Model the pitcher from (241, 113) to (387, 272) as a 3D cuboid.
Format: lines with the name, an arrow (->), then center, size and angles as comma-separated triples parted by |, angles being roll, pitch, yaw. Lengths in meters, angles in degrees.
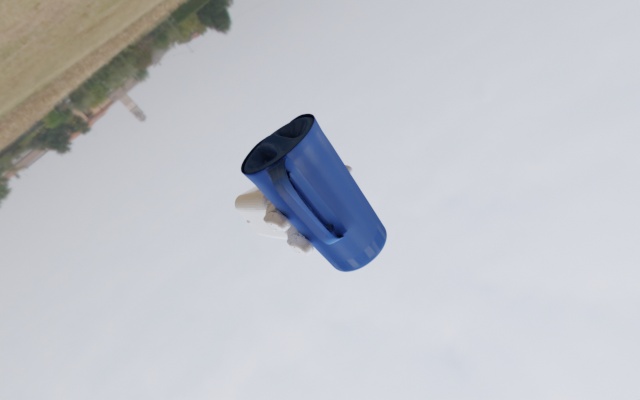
pitcher -> 0.000, 0.002, 0.733 | 0.145, 0.243, 0.149 | -2, 44, 52
